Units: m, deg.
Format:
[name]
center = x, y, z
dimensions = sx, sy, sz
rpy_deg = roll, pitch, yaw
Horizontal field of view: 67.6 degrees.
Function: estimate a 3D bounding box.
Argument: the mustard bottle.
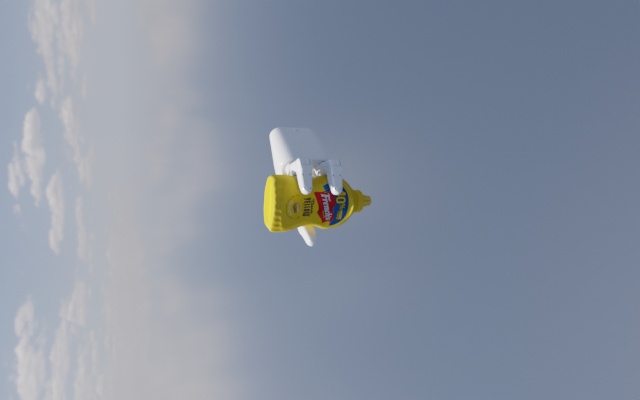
[mustard bottle]
center = 0.000, 0.003, 0.837
dimensions = 0.191, 0.096, 0.058
rpy_deg = -2, 18, -22
